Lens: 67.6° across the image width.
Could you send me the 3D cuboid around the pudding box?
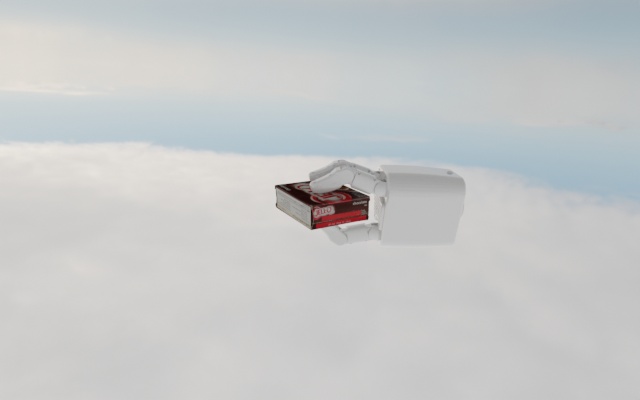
[{"bbox_3d":[0.000,0.002,0.656,0.090,0.039,0.113,-8,17,-29],"label":"pudding box"}]
